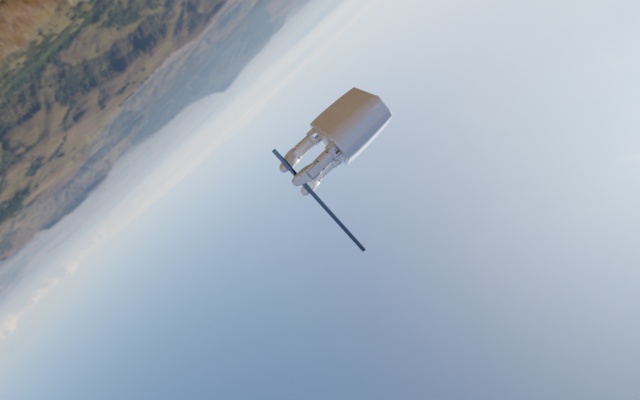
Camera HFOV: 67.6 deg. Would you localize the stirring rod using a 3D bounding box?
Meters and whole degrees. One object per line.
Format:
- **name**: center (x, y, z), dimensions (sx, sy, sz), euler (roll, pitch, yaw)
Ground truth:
- **stirring rod**: center (0.000, 0.003, 0.821), dimensions (0.011, 0.239, 0.011), euler (-39, 16, 13)
